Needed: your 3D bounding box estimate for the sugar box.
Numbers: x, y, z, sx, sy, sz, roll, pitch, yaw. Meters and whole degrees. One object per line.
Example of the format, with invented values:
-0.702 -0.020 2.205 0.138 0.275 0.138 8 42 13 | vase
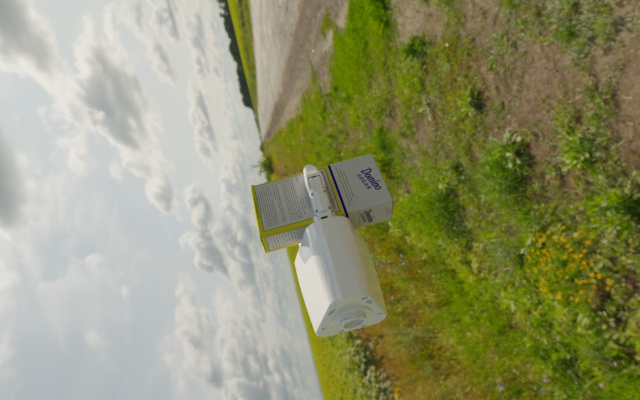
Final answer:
0.000 0.003 0.641 0.176 0.093 0.048 -13 -39 -5 | sugar box
